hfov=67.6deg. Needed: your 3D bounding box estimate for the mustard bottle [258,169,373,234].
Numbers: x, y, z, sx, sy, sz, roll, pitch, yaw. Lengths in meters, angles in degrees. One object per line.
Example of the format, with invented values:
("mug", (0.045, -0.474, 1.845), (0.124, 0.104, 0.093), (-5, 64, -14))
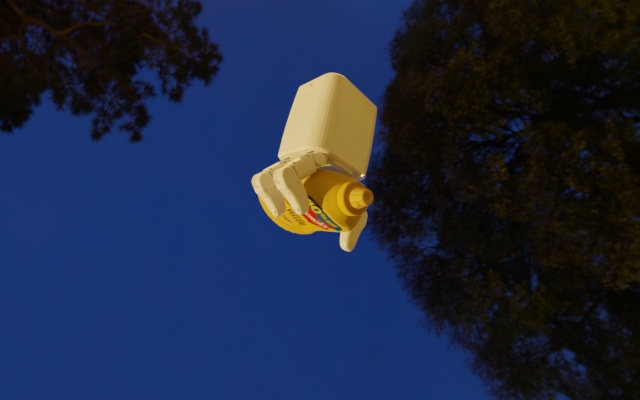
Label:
("mustard bottle", (0.000, 0.002, 0.620), (0.096, 0.058, 0.191), (47, -28, -22))
